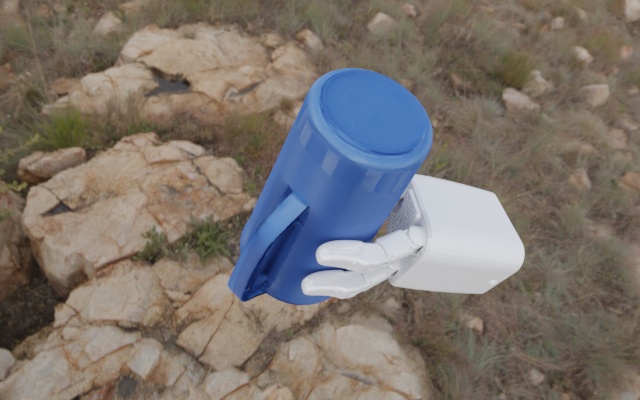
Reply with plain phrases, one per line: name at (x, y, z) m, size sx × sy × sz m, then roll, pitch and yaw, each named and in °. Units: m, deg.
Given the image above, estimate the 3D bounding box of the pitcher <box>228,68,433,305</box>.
pitcher at (0.000, 0.001, 0.460) m, size 0.145 × 0.149 × 0.243 m, roll 9°, pitch -36°, yaw -14°
